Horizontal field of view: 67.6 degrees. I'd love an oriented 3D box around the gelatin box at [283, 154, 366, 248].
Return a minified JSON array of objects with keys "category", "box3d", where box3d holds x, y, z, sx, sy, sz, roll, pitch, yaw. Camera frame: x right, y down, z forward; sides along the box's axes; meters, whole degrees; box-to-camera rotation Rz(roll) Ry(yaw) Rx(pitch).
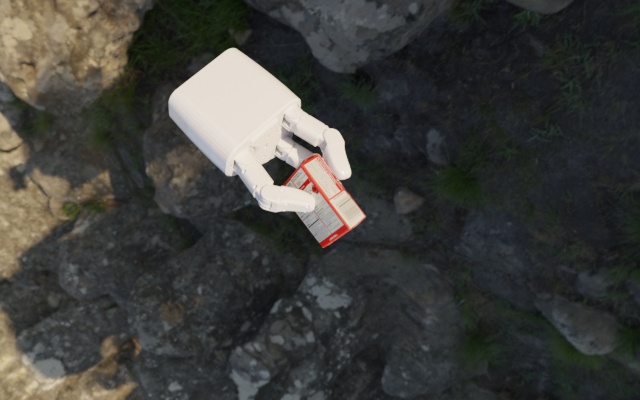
[{"category":"gelatin box","box3d":[0.000,0.002,0.534,0.030,0.089,0.073,-35,-4,-32]}]
